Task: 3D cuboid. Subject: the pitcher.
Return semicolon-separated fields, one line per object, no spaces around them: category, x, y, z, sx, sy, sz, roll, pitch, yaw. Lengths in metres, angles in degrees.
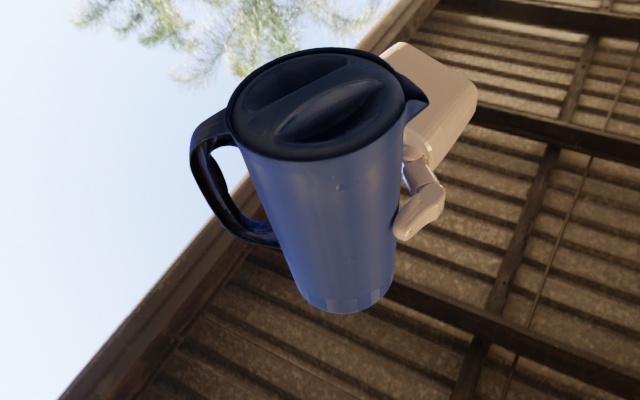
pitcher;0.000;0.001;0.430;0.149;0.243;0.145;25;57;28
